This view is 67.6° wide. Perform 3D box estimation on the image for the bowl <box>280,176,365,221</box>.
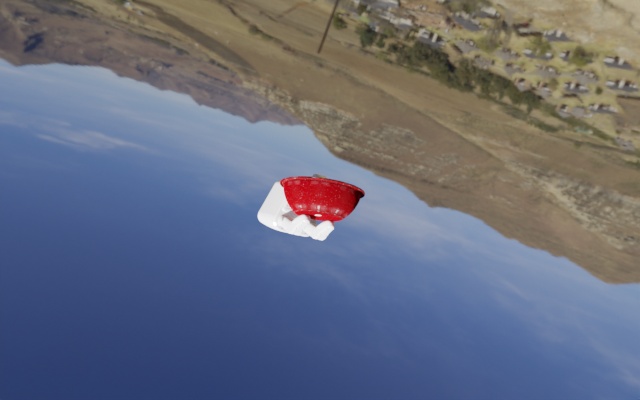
[{"bbox_3d":[0.000,0.003,0.891,0.162,0.055,0.162,8,-12,2],"label":"bowl"}]
